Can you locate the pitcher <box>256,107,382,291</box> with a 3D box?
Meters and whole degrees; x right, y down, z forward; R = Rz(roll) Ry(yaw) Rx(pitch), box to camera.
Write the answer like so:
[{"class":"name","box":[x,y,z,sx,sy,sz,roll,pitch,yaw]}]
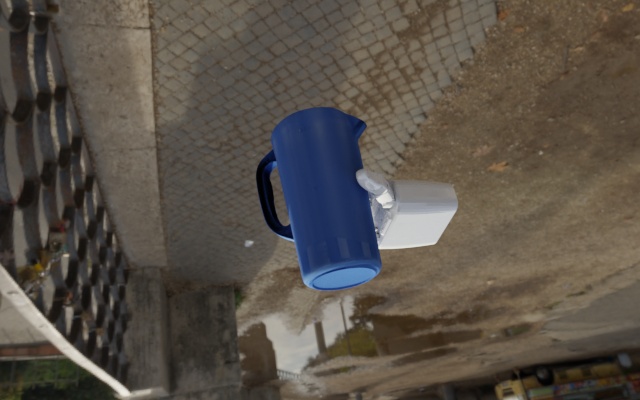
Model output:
[{"class":"pitcher","box":[0.000,0.002,0.688,0.145,0.242,0.149,1,-29,-23]}]
